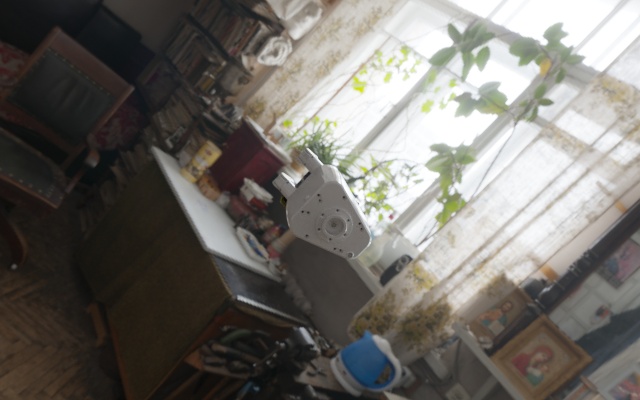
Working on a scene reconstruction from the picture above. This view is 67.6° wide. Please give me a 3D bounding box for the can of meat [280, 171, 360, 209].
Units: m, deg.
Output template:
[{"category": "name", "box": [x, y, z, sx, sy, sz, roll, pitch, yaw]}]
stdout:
[{"category": "can of meat", "box": [0.000, 0.002, 0.771, 0.102, 0.084, 0.057, 42, 8, -9]}]
